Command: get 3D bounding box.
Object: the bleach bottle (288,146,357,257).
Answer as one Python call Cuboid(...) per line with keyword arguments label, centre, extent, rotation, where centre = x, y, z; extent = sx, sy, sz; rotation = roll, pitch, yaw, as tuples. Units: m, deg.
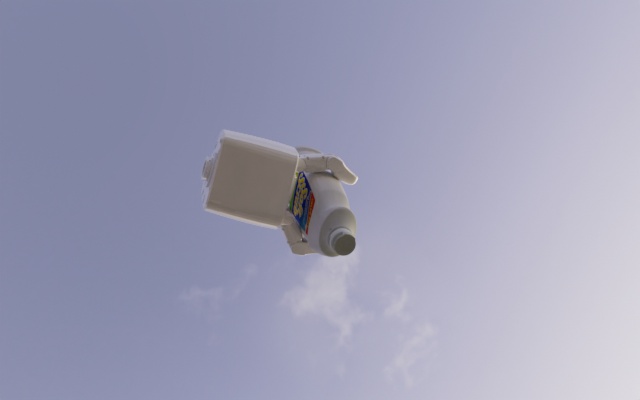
Cuboid(label="bleach bottle", centre=(0.000, 0.002, 0.683), extent=(0.068, 0.102, 0.250), rotation=(14, 16, -20))
